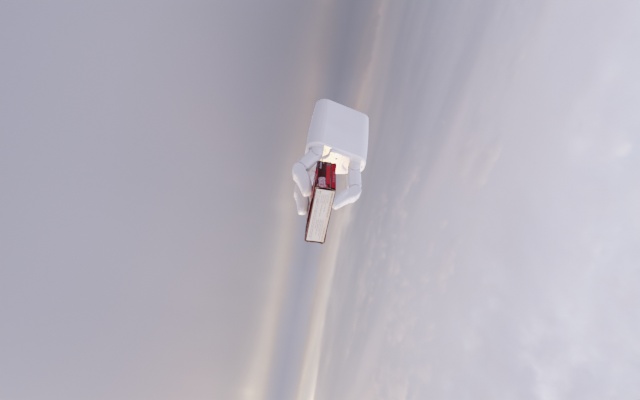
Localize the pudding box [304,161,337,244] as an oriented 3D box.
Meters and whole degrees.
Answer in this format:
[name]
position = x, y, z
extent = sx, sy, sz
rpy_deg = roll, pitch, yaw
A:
[pudding box]
position = 0.000, 0.003, 0.808
extent = 0.039, 0.114, 0.090
rpy_deg = 8, 33, -2
